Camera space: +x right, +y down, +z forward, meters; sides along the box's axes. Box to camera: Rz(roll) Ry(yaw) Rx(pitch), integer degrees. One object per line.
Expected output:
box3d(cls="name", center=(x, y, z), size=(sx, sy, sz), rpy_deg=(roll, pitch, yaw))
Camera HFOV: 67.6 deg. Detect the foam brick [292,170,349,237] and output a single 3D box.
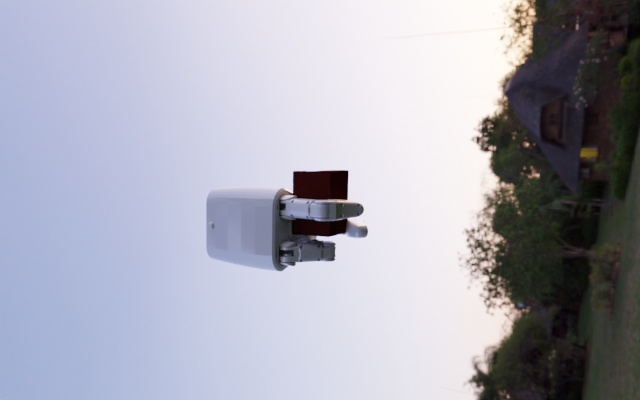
box3d(cls="foam brick", center=(0.000, 0.002, 0.574), size=(0.051, 0.078, 0.053), rpy_deg=(3, 5, 28))
